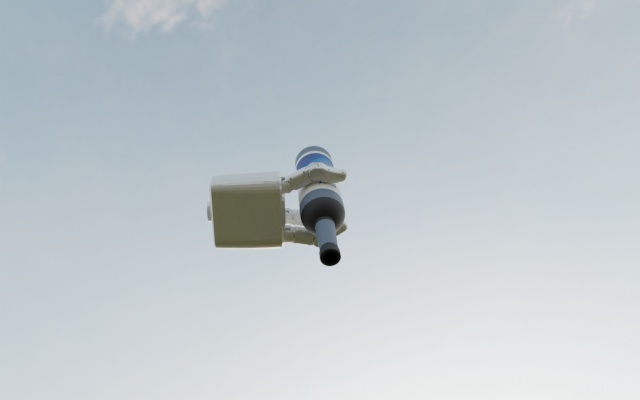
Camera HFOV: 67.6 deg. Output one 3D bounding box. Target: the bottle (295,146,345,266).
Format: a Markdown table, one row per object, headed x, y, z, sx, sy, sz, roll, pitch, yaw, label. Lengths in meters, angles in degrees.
| x | y | z | sx | sy | sz | roll | pitch | yaw | label |
| --- | --- | --- | --- | --- | --- | --- | --- | --- | --- |
| 0.000 | 0.002 | 0.731 | 0.069 | 0.069 | 0.295 | 0 | 29 | -6 | bottle |
